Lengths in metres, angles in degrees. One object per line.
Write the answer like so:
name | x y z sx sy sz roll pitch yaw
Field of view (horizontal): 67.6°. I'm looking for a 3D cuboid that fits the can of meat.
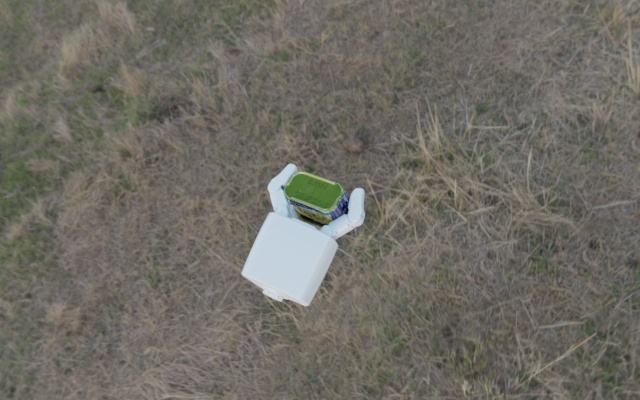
can of meat | 0.000 0.002 0.767 0.102 0.057 0.084 20 -18 27
